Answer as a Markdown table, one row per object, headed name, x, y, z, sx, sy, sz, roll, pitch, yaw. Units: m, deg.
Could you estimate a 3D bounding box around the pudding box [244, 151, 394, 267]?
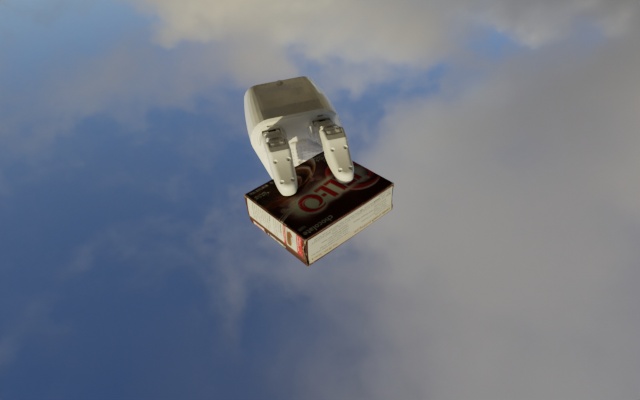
| name | x | y | z | sx | sy | sz | roll | pitch | yaw |
| --- | --- | --- | --- | --- | --- | --- | --- | --- | --- |
| pudding box | 0.000 | 0.002 | 0.454 | 0.113 | 0.039 | 0.090 | -33 | 46 | -28 |
